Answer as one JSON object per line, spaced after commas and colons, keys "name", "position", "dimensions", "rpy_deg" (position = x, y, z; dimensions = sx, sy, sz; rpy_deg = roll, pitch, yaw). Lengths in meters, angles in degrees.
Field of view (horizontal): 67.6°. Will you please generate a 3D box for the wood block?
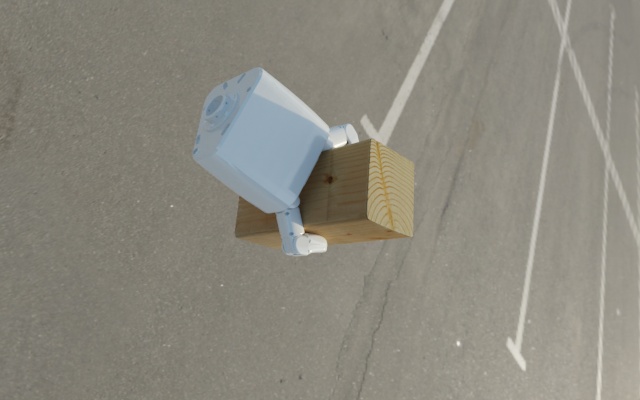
{"name": "wood block", "position": [0.000, 0.002, 0.577], "dimensions": [0.206, 0.090, 0.090], "rpy_deg": [-10, -22, 40]}
